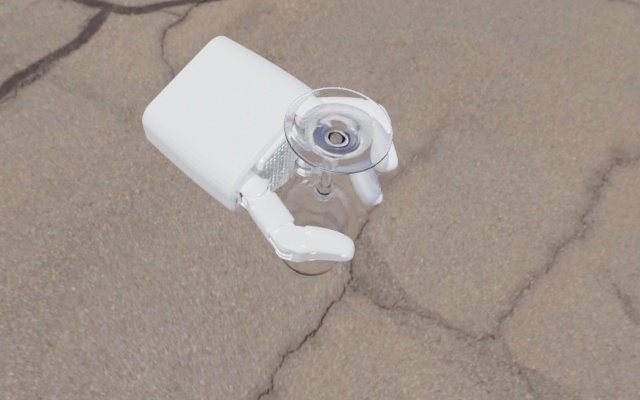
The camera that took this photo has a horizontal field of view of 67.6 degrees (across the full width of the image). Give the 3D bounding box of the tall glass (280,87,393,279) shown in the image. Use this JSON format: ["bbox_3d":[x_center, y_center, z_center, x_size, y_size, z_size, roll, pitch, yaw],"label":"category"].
[{"bbox_3d":[0.000,0.001,0.404,0.079,0.079,0.201,0,-31,-8],"label":"tall glass"}]
